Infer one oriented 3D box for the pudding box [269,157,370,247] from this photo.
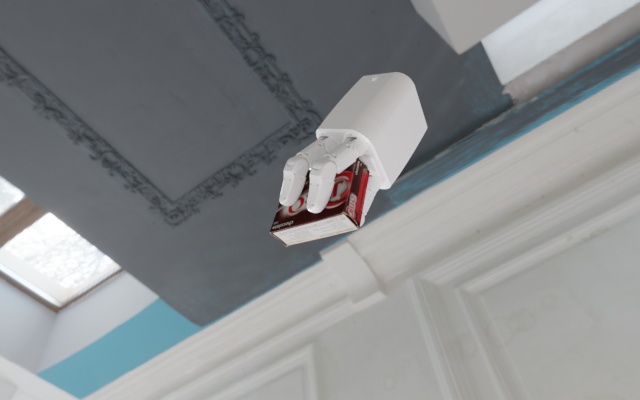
[{"bbox_3d":[0.000,0.002,0.578,0.113,0.090,0.039,-19,-50,35],"label":"pudding box"}]
